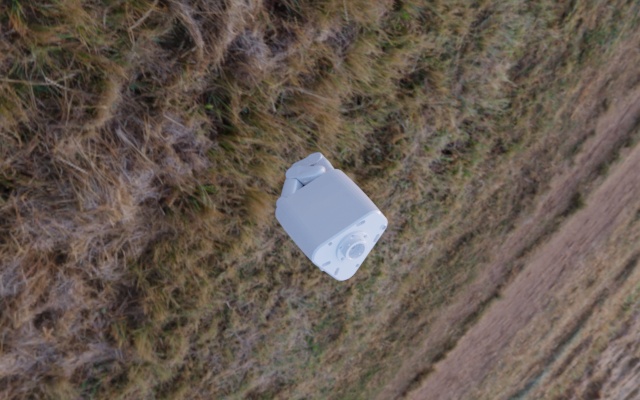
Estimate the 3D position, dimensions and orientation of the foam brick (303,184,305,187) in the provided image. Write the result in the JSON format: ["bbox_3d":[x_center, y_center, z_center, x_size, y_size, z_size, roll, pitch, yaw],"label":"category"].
[{"bbox_3d":[0.000,0.002,0.726,0.078,0.053,0.051,41,4,-45],"label":"foam brick"}]
